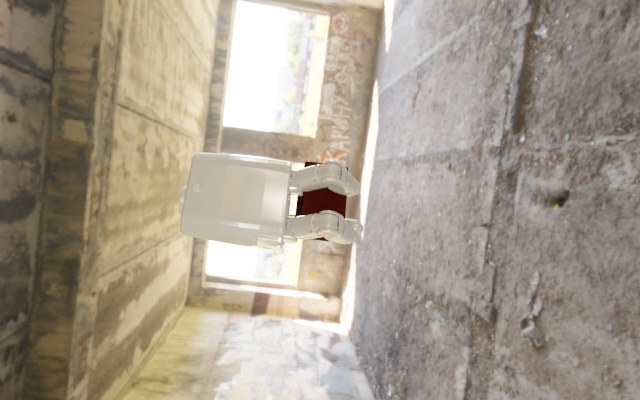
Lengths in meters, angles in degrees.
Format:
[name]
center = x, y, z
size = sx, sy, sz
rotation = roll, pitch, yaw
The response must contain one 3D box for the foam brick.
[foam brick]
center = 0.000, 0.002, 0.548
size = 0.051, 0.078, 0.053
rotation = 8, -21, -7
